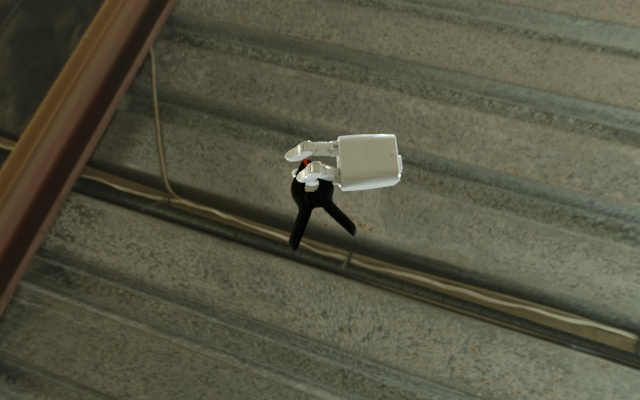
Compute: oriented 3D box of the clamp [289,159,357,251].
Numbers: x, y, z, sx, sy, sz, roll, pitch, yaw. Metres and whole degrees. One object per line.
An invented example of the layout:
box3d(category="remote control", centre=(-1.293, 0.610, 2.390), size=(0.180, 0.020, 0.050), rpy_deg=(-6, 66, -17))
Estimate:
box3d(category="clamp", centre=(0.000, 0.003, 0.857), size=(0.120, 0.171, 0.039), rpy_deg=(-4, -20, 3))
